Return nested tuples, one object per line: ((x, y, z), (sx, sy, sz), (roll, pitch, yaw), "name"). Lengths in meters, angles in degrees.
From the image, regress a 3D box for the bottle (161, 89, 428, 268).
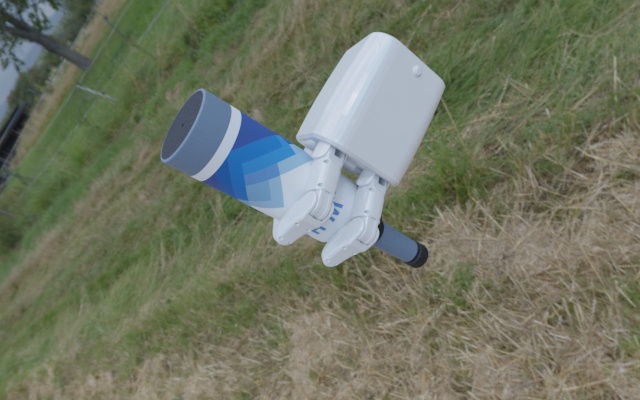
((0.000, 0.001, 0.453), (0.296, 0.069, 0.069), (29, -16, -32), "bottle")
